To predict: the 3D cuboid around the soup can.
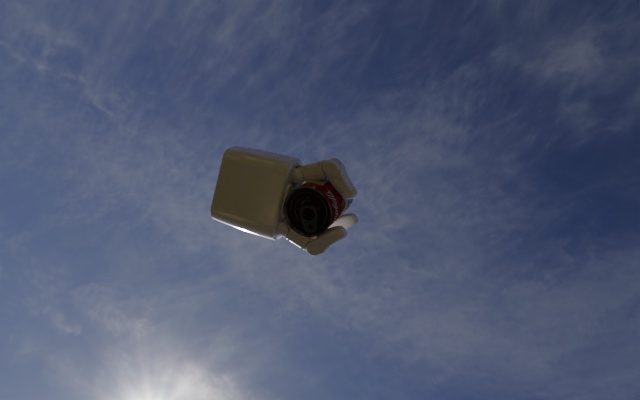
[{"bbox_3d":[0.001,0.002,0.661,0.068,0.068,0.102,0,16,21],"label":"soup can"}]
